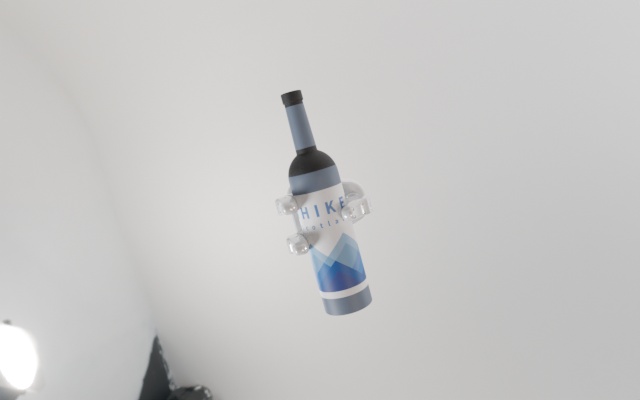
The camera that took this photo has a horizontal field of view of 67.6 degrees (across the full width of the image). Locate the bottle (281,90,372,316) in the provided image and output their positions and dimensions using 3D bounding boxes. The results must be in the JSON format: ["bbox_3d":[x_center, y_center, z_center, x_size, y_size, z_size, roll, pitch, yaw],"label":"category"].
[{"bbox_3d":[0.000,0.002,0.632,0.069,0.296,0.069,-15,8,2],"label":"bottle"}]
